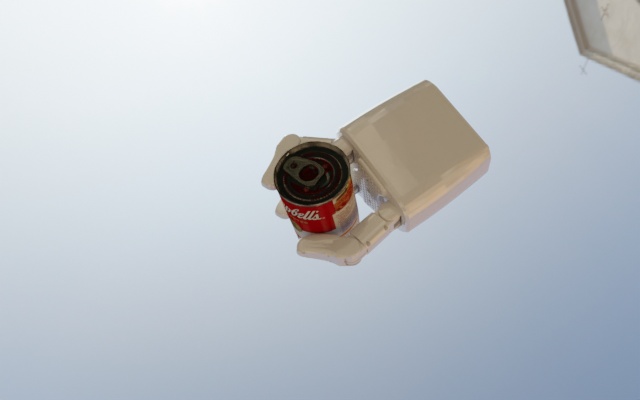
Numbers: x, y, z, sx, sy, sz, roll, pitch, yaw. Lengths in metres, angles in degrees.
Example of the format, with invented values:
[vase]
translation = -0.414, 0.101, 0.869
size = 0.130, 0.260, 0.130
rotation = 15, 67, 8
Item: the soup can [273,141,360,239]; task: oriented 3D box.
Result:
[soup can]
translation = 0.000, 0.002, 0.453
size = 0.068, 0.068, 0.102
rotation = 0, -31, 10
